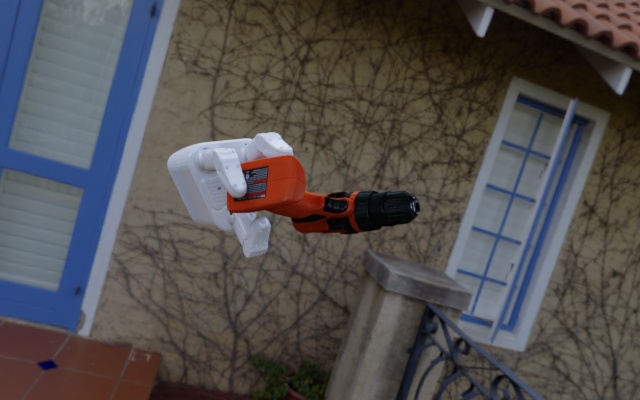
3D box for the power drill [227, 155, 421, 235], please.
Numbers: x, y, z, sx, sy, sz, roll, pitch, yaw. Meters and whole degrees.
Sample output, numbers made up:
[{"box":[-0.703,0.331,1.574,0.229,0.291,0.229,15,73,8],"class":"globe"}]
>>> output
[{"box":[0.000,0.002,0.561,0.184,0.057,0.188,-9,-20,36],"class":"power drill"}]
